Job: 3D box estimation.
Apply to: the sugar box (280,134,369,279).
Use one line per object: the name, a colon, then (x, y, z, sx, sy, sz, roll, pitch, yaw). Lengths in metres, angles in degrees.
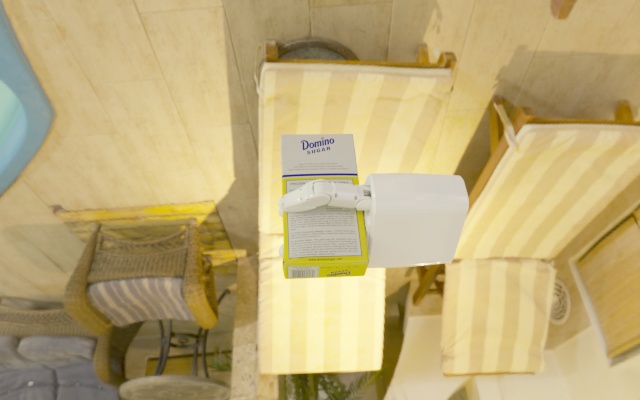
sugar box: (0.000, 0.002, 0.561, 0.093, 0.176, 0.048, -1, -34, -4)
